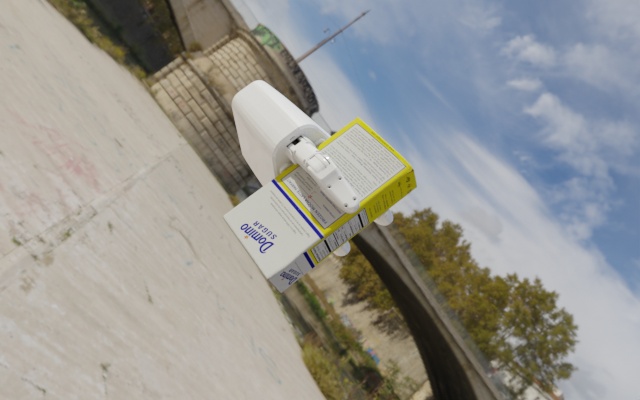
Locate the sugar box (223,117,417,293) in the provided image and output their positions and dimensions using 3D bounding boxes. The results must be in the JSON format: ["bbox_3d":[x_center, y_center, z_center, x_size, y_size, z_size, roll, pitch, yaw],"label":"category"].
[{"bbox_3d":[0.000,0.002,0.481,0.176,0.093,0.048,-38,-33,-6],"label":"sugar box"}]
